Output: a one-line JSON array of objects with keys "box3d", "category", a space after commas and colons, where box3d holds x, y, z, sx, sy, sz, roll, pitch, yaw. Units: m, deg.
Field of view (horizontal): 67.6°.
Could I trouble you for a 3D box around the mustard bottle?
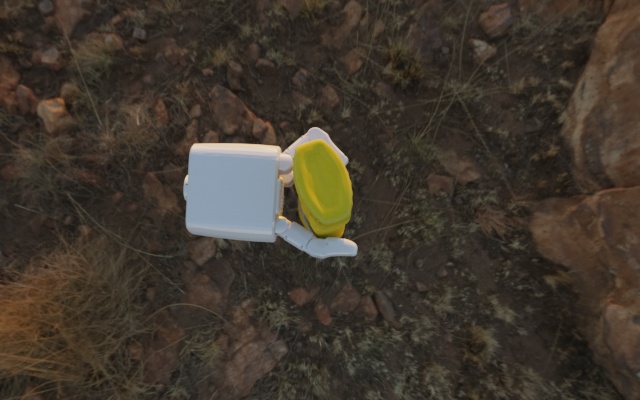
[{"box3d": [0.000, 0.002, 0.591, 0.058, 0.096, 0.192, -20, -13, -6], "category": "mustard bottle"}]
